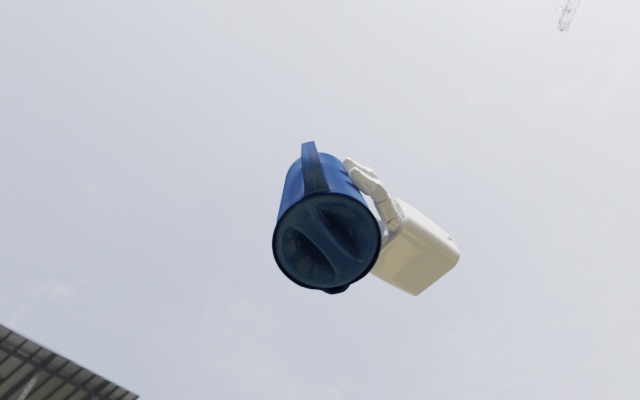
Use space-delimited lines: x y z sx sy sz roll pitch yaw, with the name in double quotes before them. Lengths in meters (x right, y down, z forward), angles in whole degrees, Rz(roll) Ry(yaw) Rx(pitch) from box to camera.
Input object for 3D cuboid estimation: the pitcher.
"pitcher" 0.000 0.002 0.677 0.145 0.149 0.242 30 16 -14
